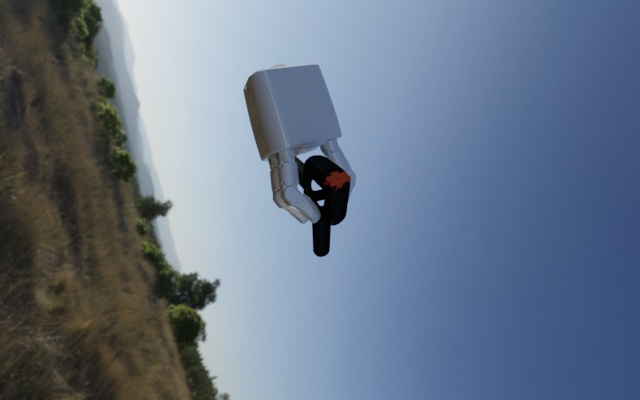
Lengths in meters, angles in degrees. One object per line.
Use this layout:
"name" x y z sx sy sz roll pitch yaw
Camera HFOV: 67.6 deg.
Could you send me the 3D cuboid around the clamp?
"clamp" 0.001 0.002 0.652 0.036 0.164 0.210 -20 2 -16
